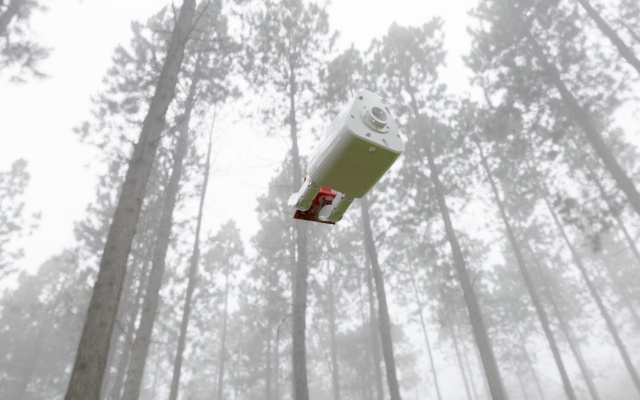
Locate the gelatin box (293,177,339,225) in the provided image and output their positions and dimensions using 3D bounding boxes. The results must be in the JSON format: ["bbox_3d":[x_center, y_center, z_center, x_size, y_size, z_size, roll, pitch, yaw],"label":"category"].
[{"bbox_3d":[0.000,0.002,0.770,0.073,0.030,0.089,9,-34,-11],"label":"gelatin box"}]
